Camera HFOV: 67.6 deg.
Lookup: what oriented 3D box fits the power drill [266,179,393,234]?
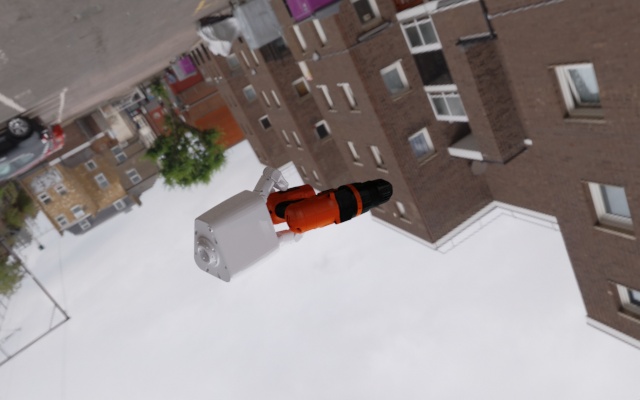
[{"bbox_3d":[0.000,0.003,0.776,0.184,0.057,0.187,-16,7,-28],"label":"power drill"}]
